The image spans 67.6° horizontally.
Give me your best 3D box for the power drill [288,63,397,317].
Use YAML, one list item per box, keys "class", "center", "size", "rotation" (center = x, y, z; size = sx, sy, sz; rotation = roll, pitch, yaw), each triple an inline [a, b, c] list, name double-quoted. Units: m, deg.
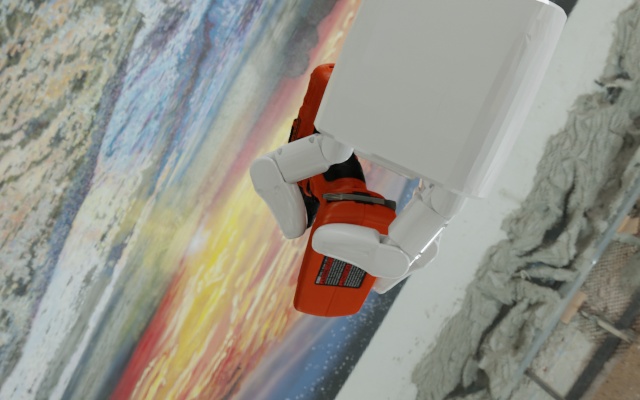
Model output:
- class: "power drill"
  center: [0.000, 0.001, 0.404]
  size: [0.057, 0.185, 0.187]
  rotation: [5, 38, -15]
